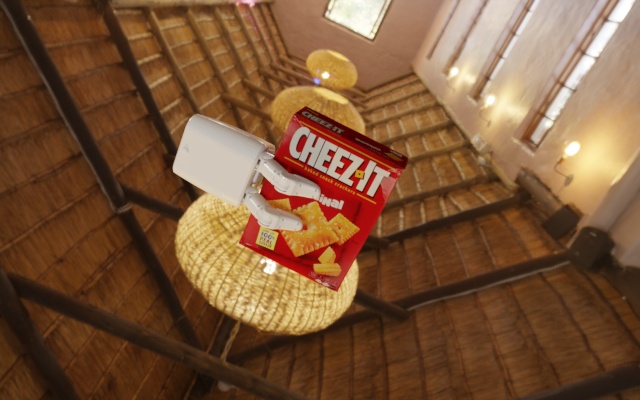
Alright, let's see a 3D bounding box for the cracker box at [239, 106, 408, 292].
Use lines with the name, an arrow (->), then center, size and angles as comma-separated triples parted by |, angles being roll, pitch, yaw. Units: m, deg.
cracker box -> 0.000, 0.002, 0.674 | 0.164, 0.214, 0.072 | 27, 23, 3
